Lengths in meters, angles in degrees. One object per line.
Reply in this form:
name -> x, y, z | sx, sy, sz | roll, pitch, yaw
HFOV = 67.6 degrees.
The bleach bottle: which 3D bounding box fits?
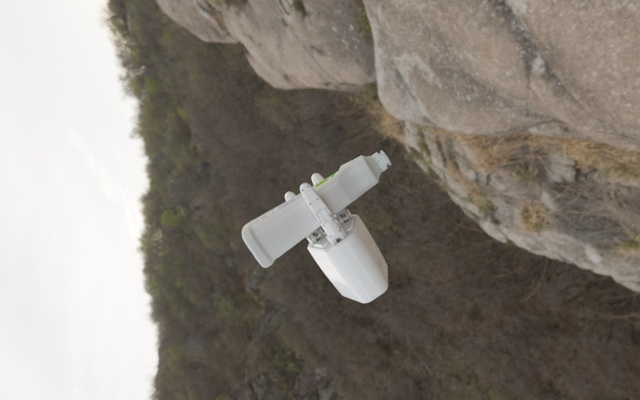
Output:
bleach bottle -> 0.000, 0.002, 0.743 | 0.251, 0.068, 0.102 | -33, 10, -2
